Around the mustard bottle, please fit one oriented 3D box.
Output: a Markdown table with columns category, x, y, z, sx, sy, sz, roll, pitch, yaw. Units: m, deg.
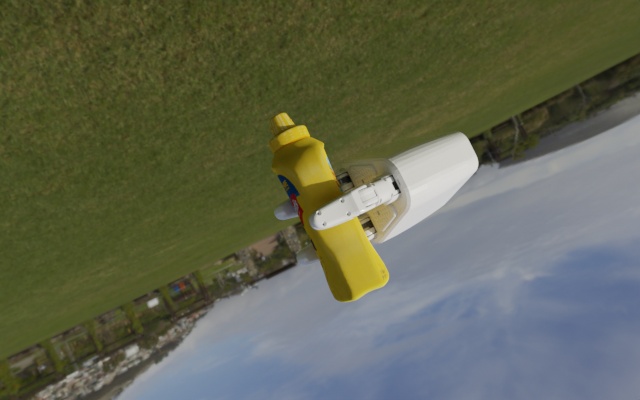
| category | x | y | z | sx | sy | sz | roll | pitch | yaw |
| --- | --- | --- | --- | --- | --- | --- | --- | --- | --- |
| mustard bottle | 0.000 | 0.002 | 0.471 | 0.058 | 0.191 | 0.096 | -26 | -3 | -4 |
